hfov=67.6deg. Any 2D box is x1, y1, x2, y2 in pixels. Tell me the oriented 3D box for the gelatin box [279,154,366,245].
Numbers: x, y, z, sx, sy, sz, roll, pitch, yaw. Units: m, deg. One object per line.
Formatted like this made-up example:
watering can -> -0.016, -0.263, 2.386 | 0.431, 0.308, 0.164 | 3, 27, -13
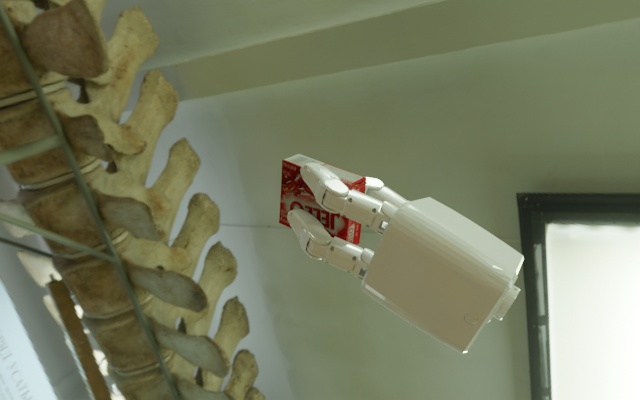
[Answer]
gelatin box -> 0.000, 0.001, 0.479 | 0.089, 0.073, 0.030 | 23, 31, 32
